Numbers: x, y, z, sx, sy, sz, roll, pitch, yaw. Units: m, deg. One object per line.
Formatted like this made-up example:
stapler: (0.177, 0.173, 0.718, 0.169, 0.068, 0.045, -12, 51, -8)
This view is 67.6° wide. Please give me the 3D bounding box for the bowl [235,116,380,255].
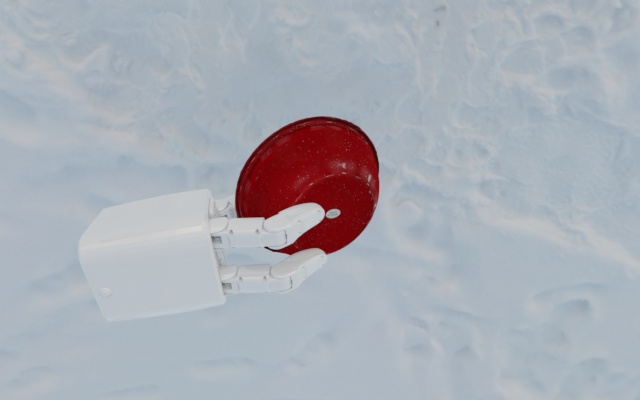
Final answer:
bowl: (0.001, 0.001, 0.475, 0.162, 0.162, 0.055, 0, 30, -28)
